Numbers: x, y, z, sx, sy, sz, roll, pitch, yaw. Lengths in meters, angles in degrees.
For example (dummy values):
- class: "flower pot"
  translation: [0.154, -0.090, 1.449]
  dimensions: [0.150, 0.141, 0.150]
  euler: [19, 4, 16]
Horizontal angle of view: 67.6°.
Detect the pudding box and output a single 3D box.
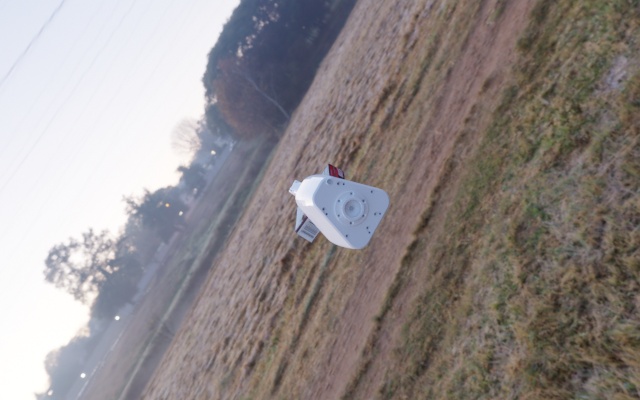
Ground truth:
- class: "pudding box"
  translation: [0.000, 0.003, 0.827]
  dimensions: [0.039, 0.113, 0.090]
  euler: [32, 23, -14]
